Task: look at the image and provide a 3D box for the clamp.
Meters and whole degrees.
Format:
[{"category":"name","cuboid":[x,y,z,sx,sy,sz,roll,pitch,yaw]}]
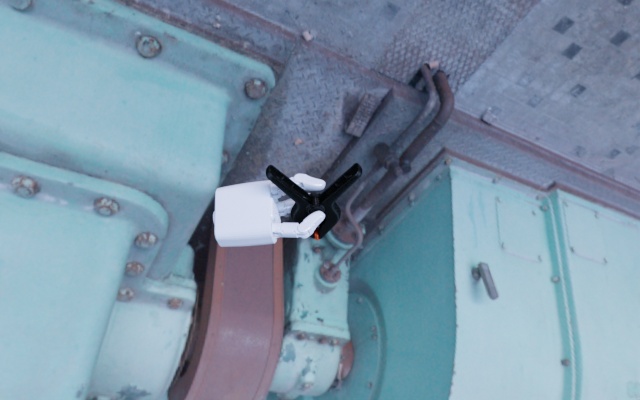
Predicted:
[{"category":"clamp","cuboid":[0.000,0.004,0.881,0.164,0.036,0.210,-5,-39,6]}]
